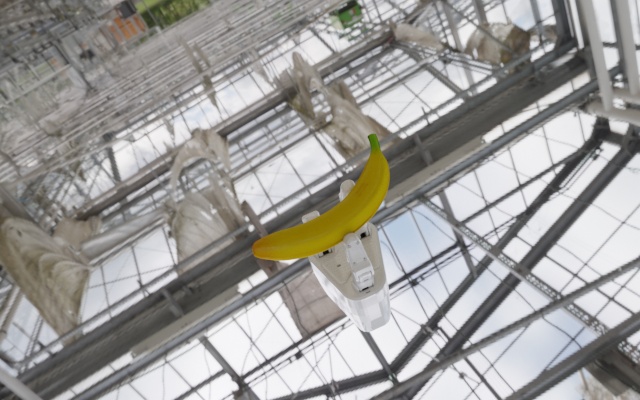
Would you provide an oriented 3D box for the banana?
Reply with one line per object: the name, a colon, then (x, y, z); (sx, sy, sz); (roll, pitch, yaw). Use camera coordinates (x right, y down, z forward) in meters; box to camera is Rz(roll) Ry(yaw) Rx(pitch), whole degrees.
banana: (0.016, 0.012, 0.534); (0.197, 0.069, 0.037); (-44, -13, -17)
